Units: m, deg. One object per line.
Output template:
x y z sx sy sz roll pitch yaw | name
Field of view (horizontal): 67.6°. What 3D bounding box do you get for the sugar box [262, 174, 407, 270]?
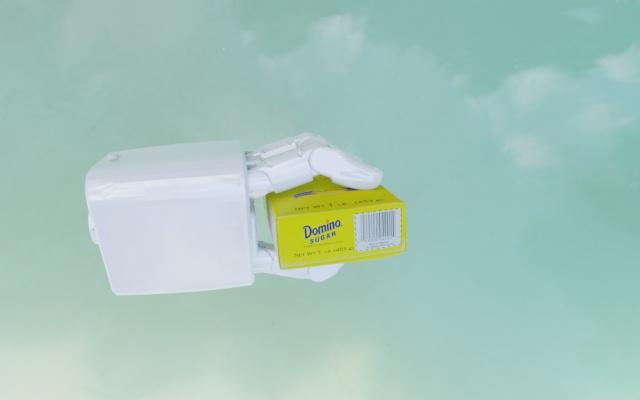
0.000 0.001 0.407 0.093 0.048 0.176 -6 18 -10 | sugar box
